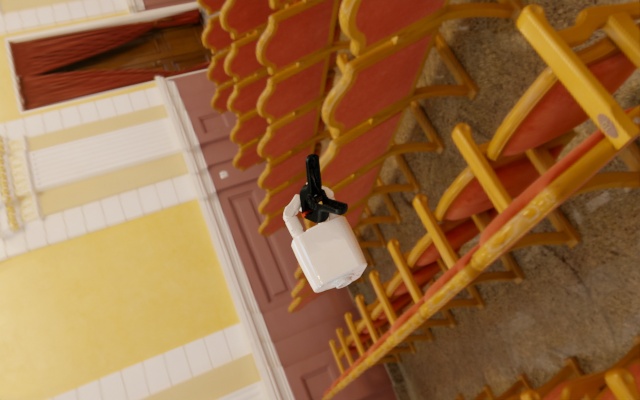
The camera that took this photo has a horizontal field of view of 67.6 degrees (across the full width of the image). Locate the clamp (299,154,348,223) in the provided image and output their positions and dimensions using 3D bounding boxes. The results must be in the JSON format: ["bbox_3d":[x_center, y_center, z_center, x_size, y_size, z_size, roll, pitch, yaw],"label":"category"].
[{"bbox_3d":[0.000,0.003,0.884,0.039,0.120,0.172,-21,-24,-18],"label":"clamp"}]
